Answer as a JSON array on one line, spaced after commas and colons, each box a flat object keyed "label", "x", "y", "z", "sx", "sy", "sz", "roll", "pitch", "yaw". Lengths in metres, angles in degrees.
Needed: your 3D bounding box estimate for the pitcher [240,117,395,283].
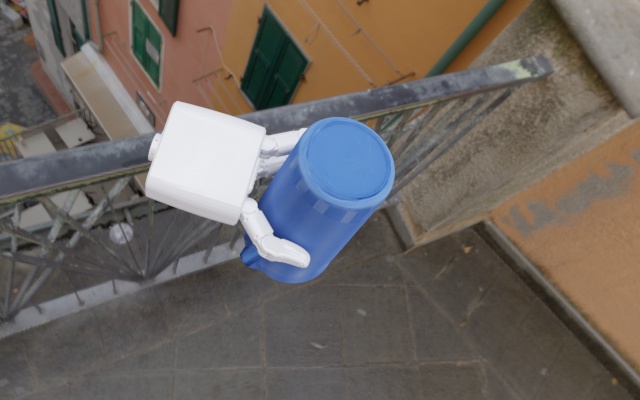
[{"label": "pitcher", "x": 0.000, "y": 0.002, "z": 0.587, "sx": 0.145, "sy": 0.149, "sz": 0.243, "roll": 19, "pitch": -29, "yaw": -11}]
